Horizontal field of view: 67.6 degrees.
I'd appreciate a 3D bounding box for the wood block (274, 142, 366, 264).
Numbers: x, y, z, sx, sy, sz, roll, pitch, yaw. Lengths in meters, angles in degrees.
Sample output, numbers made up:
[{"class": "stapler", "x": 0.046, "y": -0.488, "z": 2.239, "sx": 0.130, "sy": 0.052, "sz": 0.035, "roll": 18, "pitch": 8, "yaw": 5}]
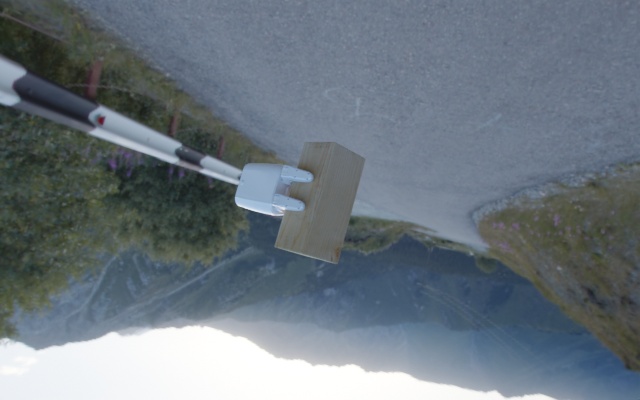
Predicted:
[{"class": "wood block", "x": 0.000, "y": 0.003, "z": 0.892, "sx": 0.091, "sy": 0.206, "sz": 0.090, "roll": 22, "pitch": -10, "yaw": -41}]
